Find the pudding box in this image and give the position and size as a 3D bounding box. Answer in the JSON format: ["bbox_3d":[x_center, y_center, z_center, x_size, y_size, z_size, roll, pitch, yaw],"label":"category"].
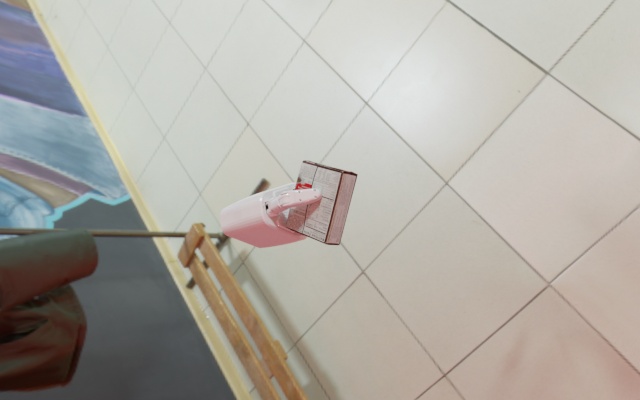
[{"bbox_3d":[0.000,0.002,0.724,0.090,0.113,0.039,19,9,41],"label":"pudding box"}]
